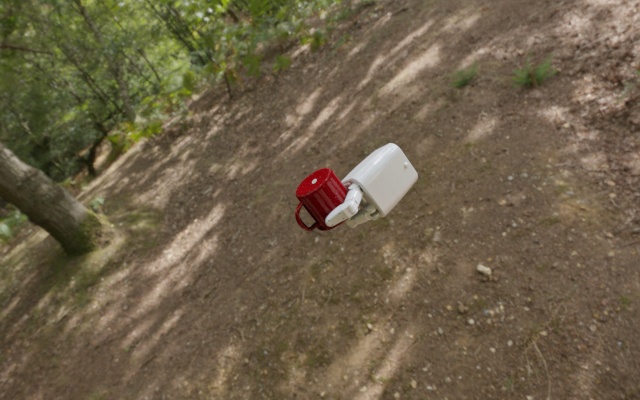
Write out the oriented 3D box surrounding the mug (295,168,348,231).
[{"bbox_3d":[-0.001,0.004,0.871,0.117,0.081,0.093,-45,24,-15],"label":"mug"}]
